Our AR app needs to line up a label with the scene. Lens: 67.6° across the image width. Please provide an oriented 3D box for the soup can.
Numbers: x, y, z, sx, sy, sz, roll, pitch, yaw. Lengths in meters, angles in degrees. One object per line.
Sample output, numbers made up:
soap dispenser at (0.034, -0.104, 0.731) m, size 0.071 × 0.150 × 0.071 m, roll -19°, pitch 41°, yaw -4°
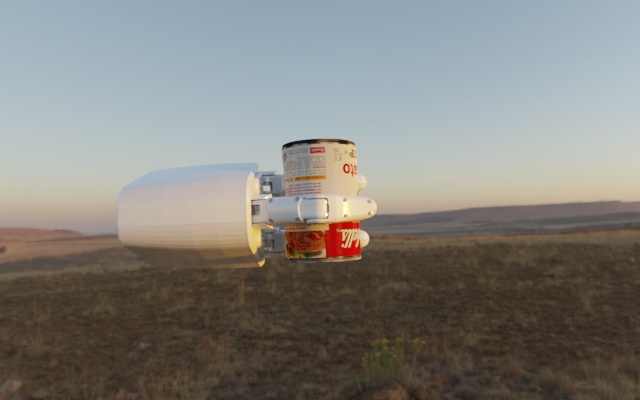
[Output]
soup can at (0.001, 0.001, 0.422) m, size 0.068 × 0.102 × 0.068 m, roll -2°, pitch -3°, yaw 0°
